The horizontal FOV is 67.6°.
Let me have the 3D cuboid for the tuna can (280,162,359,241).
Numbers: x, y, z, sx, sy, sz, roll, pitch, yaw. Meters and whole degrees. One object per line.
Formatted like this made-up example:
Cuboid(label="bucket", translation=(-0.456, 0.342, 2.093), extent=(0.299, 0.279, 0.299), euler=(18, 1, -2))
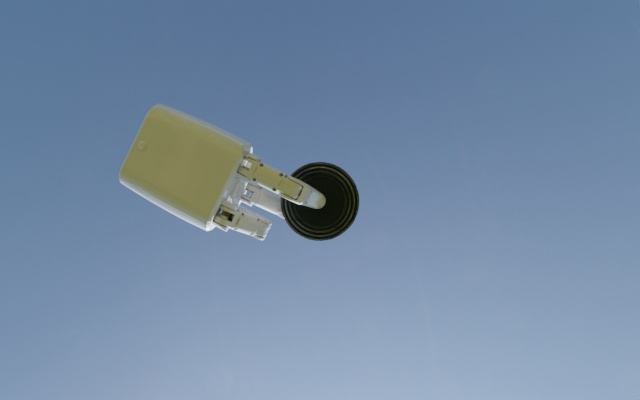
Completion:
Cuboid(label="tuna can", translation=(0.000, 0.002, 0.533), extent=(0.086, 0.086, 0.034), euler=(0, -3, 3))
